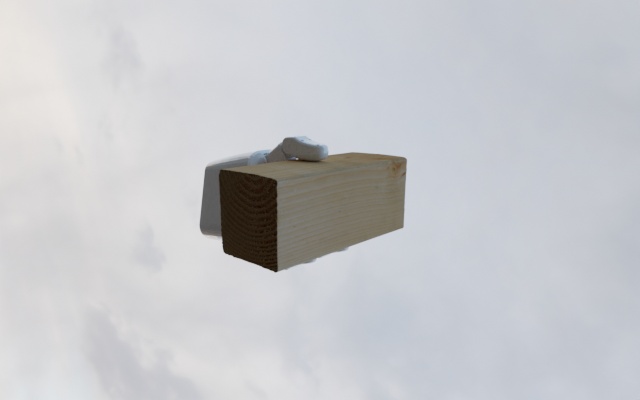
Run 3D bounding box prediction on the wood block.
[{"bbox_3d":[0.000,0.001,0.531,0.090,0.091,0.206,12,17,42],"label":"wood block"}]
